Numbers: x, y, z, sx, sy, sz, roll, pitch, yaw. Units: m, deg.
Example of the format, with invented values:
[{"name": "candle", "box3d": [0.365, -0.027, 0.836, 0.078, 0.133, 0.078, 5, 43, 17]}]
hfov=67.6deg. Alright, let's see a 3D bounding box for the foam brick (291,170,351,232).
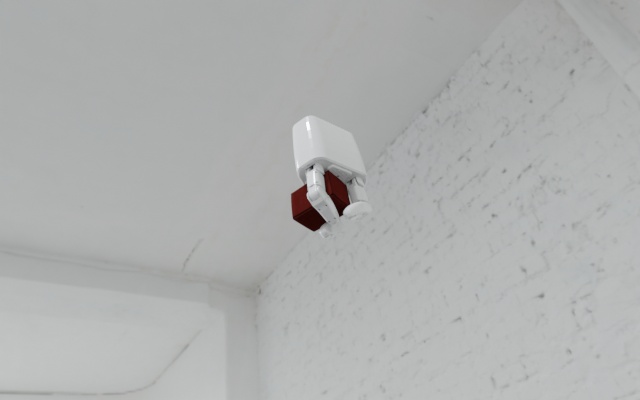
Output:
[{"name": "foam brick", "box3d": [0.000, 0.003, 0.737, 0.078, 0.051, 0.053, -31, -44, 23]}]
